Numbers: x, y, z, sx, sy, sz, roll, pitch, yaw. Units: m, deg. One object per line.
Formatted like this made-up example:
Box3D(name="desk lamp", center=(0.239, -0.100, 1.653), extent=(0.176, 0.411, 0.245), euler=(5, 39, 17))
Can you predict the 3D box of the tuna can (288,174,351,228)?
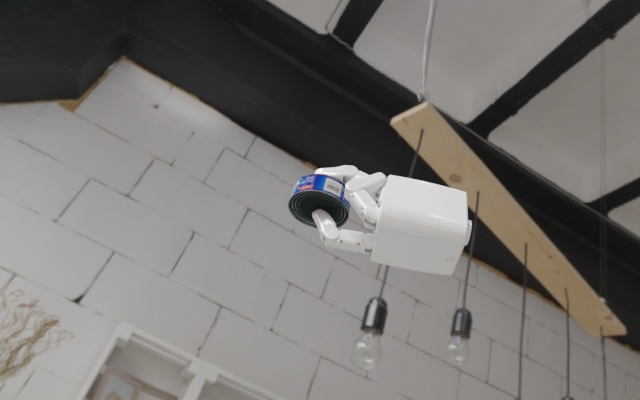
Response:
Box3D(name="tuna can", center=(0.000, 0.002, 0.669), extent=(0.086, 0.033, 0.086), euler=(9, -38, 7))
